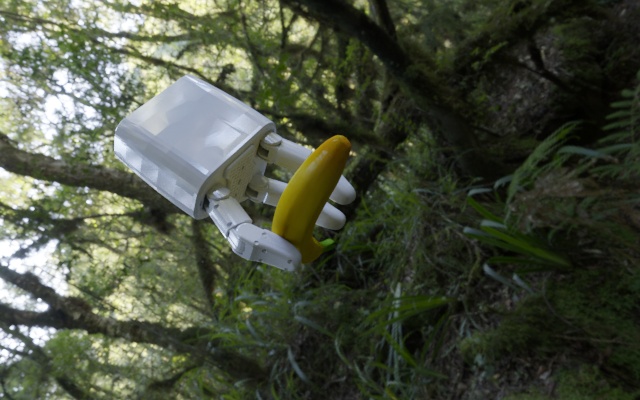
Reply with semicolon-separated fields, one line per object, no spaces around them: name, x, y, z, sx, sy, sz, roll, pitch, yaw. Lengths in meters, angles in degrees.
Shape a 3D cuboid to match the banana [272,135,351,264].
banana;-0.013;0.015;0.424;0.069;0.037;0.198;-42;-18;-21
